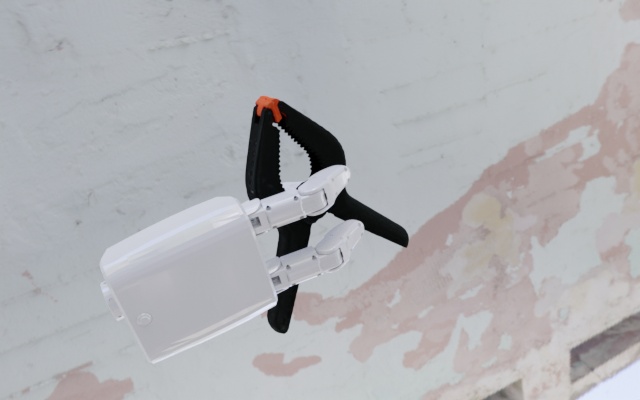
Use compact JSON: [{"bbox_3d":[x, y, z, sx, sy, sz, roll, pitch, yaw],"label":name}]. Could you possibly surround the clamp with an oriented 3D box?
[{"bbox_3d":[-0.001,0.001,0.432,0.164,0.210,0.036,-26,27,-22],"label":"clamp"}]
